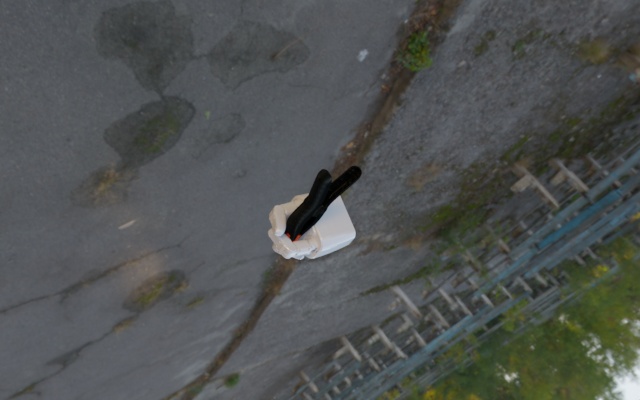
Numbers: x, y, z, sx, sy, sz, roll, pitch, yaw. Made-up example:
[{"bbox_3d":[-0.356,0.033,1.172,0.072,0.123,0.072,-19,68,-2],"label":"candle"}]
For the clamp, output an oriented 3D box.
[{"bbox_3d":[0.000,0.003,0.809,0.120,0.039,0.171,-12,-31,-48],"label":"clamp"}]
